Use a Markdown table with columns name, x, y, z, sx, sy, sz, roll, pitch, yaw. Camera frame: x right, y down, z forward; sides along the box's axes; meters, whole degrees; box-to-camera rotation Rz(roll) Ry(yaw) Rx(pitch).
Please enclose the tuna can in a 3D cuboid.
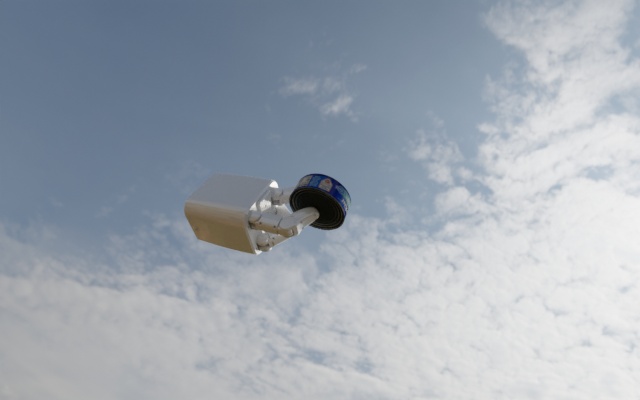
| name | x | y | z | sx | sy | sz | roll | pitch | yaw |
| --- | --- | --- | --- | --- | --- | --- | --- | --- | --- |
| tuna can | 0.000 | 0.002 | 0.691 | 0.086 | 0.086 | 0.033 | 0 | 44 | 31 |
